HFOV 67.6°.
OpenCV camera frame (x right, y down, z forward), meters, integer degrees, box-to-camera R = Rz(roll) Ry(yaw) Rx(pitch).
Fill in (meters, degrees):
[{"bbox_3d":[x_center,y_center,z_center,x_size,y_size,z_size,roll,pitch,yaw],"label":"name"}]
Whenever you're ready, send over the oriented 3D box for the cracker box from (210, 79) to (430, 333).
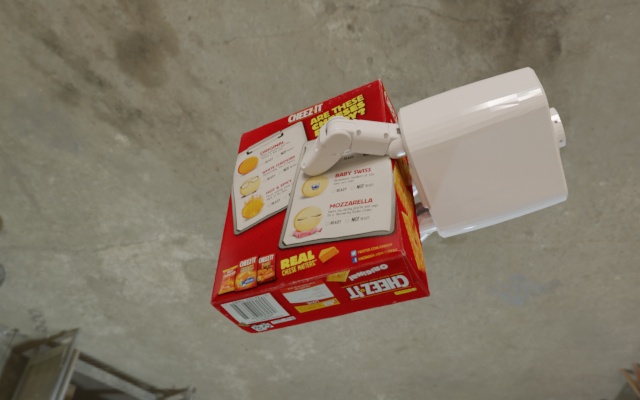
[{"bbox_3d":[0.000,0.001,0.441,0.164,0.213,0.072,-18,-46,19],"label":"cracker box"}]
